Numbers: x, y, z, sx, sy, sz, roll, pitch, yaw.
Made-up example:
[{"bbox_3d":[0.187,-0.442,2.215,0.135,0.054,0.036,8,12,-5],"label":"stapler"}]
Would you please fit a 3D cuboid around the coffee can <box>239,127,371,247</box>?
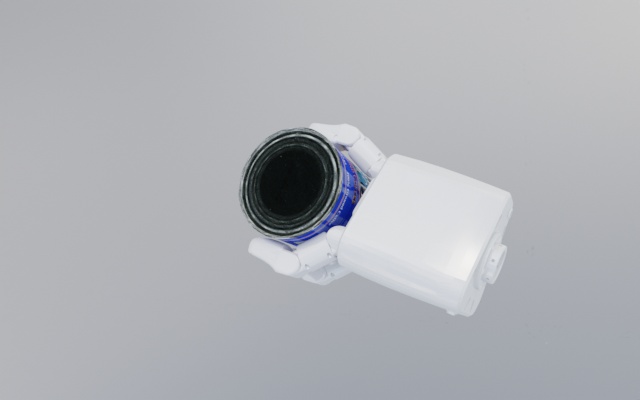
[{"bbox_3d":[0.000,0.001,0.477,0.103,0.102,0.140,0,-15,25],"label":"coffee can"}]
